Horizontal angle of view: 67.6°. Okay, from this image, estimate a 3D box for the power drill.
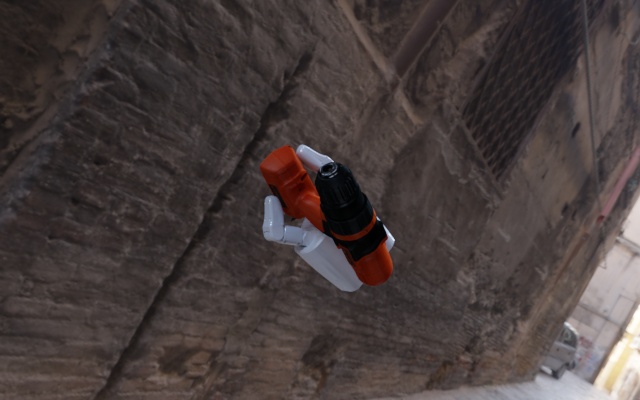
[{"bbox_3d":[0.000,0.002,0.571,0.057,0.185,0.187,-37,42,-13],"label":"power drill"}]
